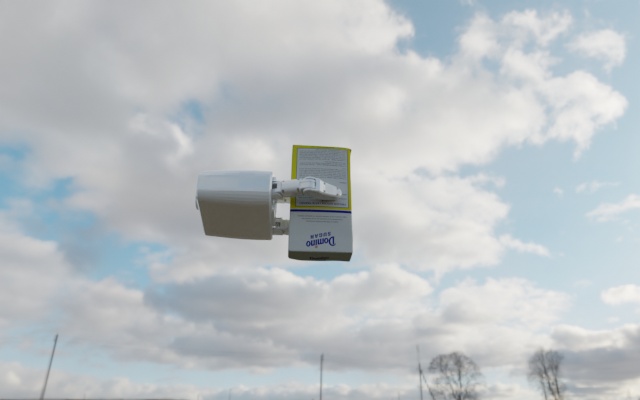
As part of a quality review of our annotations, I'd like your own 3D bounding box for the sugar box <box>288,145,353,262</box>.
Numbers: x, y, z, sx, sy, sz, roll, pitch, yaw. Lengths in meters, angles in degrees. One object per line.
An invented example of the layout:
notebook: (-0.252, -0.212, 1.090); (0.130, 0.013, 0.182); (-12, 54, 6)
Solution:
sugar box: (0.000, 0.002, 0.716); (0.093, 0.176, 0.048); (3, -24, -2)
